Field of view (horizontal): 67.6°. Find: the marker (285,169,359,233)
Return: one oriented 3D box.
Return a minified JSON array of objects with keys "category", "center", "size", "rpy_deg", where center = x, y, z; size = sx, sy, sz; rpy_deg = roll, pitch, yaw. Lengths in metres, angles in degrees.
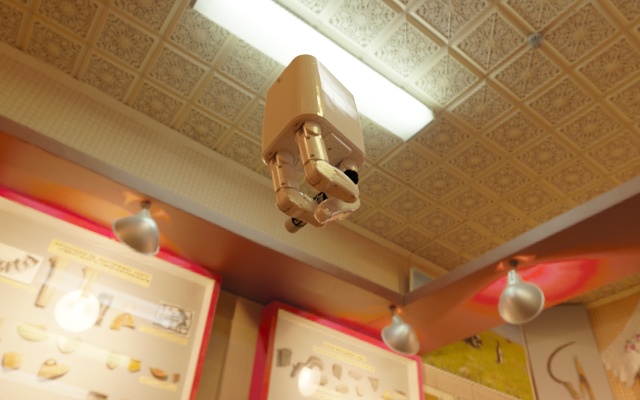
[{"category":"marker","center":[0.000,0.002,0.533],"size":[0.020,0.020,0.121],"rpy_deg":[0,-29,-43]}]
